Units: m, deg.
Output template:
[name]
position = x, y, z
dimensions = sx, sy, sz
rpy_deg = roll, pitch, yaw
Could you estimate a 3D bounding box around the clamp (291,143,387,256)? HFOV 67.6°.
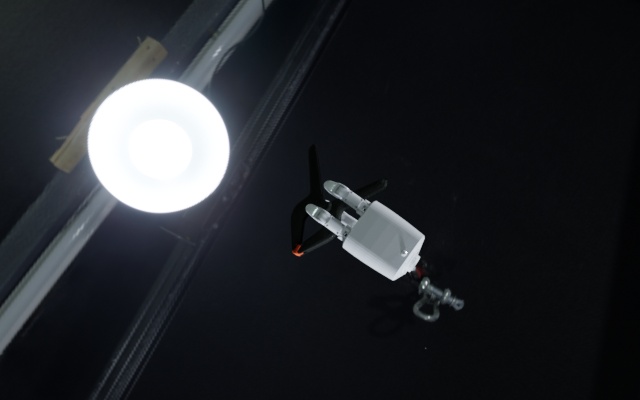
[clamp]
position = 0.000, 0.004, 0.884
dimensions = 0.164, 0.210, 0.036
rpy_deg = 35, -7, 17
